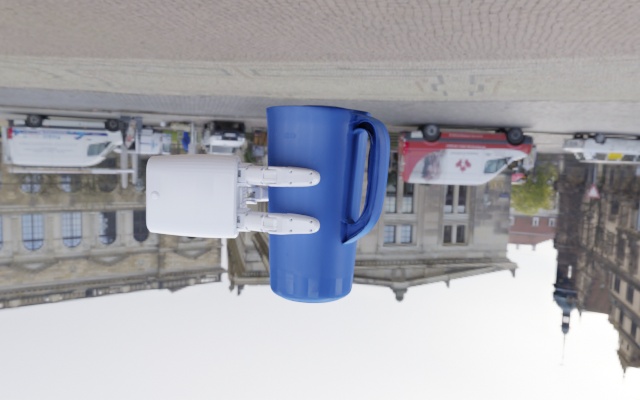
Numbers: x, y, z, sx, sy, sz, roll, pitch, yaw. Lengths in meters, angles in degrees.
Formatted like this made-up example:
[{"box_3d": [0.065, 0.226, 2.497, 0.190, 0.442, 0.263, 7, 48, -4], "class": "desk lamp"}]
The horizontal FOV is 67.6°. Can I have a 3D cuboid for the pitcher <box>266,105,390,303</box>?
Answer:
[{"box_3d": [0.000, 0.002, 0.607, 0.145, 0.243, 0.149, 2, 5, -4], "class": "pitcher"}]
